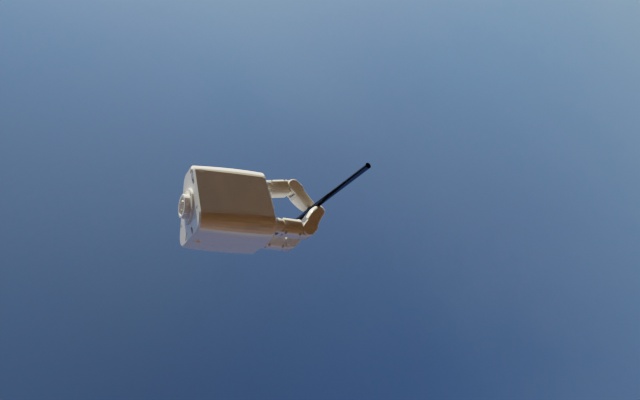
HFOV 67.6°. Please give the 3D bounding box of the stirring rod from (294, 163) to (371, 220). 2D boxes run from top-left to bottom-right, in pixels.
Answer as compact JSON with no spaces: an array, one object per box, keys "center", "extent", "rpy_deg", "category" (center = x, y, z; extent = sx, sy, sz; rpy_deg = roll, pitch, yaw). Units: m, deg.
[{"center":[0.000,0.002,0.698],"extent":[0.011,0.011,0.240],"rpy_deg":[0,-23,-33],"category":"stirring rod"}]
